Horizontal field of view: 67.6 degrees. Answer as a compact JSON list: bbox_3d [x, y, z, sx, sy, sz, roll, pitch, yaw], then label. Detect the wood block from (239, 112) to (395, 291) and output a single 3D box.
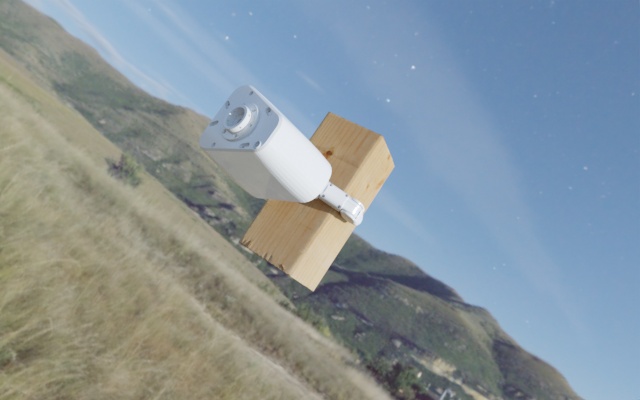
[{"bbox_3d":[0.000,0.002,0.628,0.091,0.206,0.090,29,-10,27],"label":"wood block"}]
